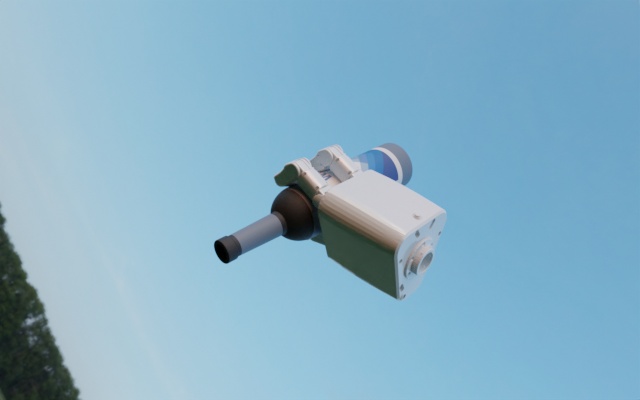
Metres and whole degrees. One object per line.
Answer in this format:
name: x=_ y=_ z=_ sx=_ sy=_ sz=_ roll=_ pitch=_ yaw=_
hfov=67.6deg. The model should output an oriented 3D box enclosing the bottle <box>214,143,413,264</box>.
bottle: x=0.000 y=0.002 z=0.586 sx=0.295 sy=0.069 sz=0.069 roll=-27 pitch=17 yaw=-38
